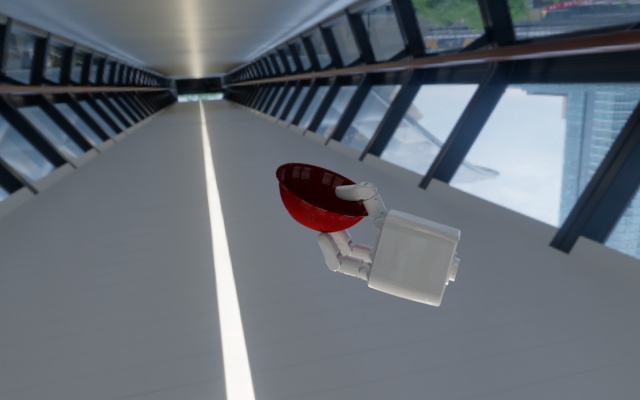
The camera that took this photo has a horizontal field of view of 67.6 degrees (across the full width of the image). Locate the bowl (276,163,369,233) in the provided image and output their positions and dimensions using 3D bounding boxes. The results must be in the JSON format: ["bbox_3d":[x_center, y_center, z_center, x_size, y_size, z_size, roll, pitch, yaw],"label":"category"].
[{"bbox_3d":[-0.001,0.002,0.739,0.162,0.055,0.162,19,24,-9],"label":"bowl"}]
